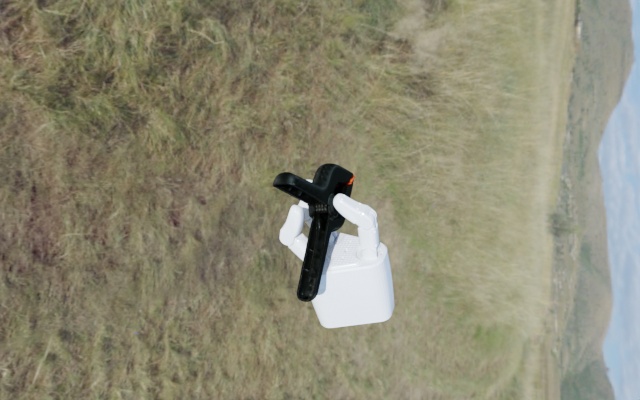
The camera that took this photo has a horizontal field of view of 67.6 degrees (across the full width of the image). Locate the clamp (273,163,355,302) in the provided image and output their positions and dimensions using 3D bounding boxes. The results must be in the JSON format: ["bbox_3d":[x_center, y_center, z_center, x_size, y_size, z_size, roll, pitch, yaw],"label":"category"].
[{"bbox_3d":[0.001,0.002,0.616,0.036,0.165,0.210,1,32,22],"label":"clamp"}]
